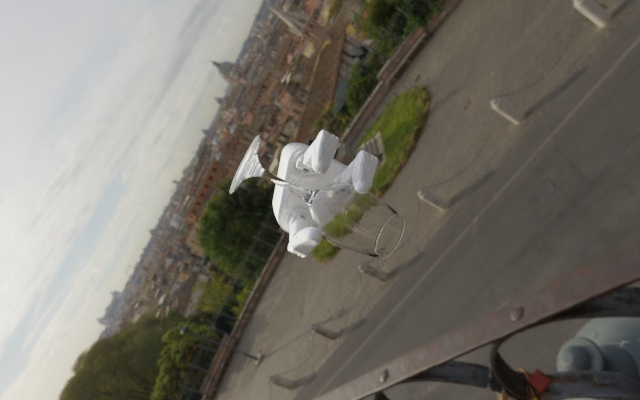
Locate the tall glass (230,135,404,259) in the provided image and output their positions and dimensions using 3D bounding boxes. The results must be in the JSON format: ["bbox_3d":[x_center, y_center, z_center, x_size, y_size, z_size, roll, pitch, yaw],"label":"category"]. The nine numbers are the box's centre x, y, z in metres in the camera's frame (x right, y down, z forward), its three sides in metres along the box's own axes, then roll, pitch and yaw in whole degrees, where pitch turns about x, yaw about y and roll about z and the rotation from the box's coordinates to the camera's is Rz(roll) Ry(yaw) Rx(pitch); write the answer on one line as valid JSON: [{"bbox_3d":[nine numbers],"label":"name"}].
[{"bbox_3d":[-0.001,0.002,0.564,0.201,0.079,0.079,27,-8,-16],"label":"tall glass"}]
